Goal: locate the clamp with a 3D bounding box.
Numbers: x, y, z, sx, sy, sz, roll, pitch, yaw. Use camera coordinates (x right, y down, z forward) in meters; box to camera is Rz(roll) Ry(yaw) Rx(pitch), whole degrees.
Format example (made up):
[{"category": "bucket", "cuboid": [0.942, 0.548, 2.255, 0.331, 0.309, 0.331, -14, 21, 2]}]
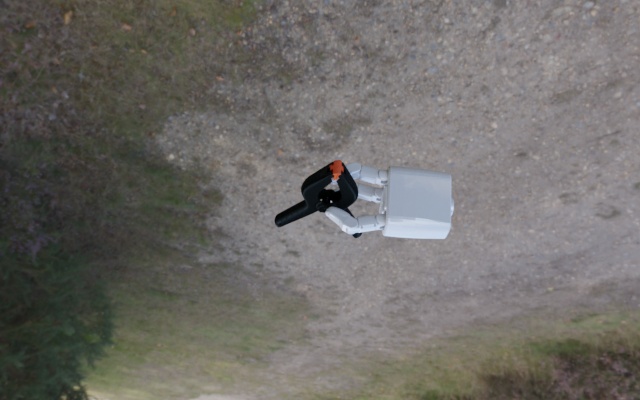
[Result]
[{"category": "clamp", "cuboid": [0.000, 0.003, 0.816, 0.164, 0.036, 0.210, 4, -32, 0]}]
